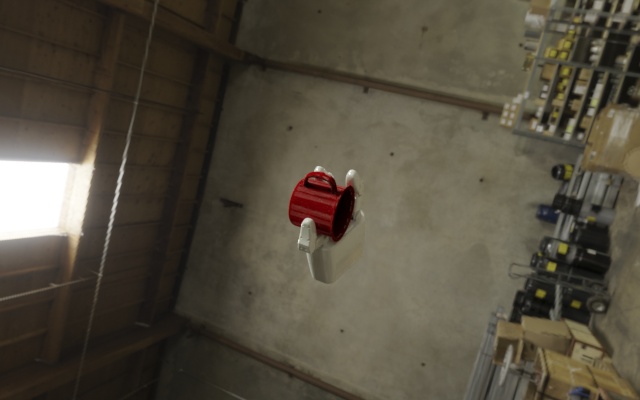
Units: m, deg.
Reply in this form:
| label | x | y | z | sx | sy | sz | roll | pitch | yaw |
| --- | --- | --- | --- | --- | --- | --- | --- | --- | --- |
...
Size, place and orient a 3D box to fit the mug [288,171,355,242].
| label | x | y | z | sx | sy | sz | roll | pitch | yaw |
| --- | --- | --- | --- | --- | --- | --- | --- | --- | --- |
| mug | 0.000 | 0.001 | 0.761 | 0.081 | 0.117 | 0.093 | 16 | 48 | 20 |
